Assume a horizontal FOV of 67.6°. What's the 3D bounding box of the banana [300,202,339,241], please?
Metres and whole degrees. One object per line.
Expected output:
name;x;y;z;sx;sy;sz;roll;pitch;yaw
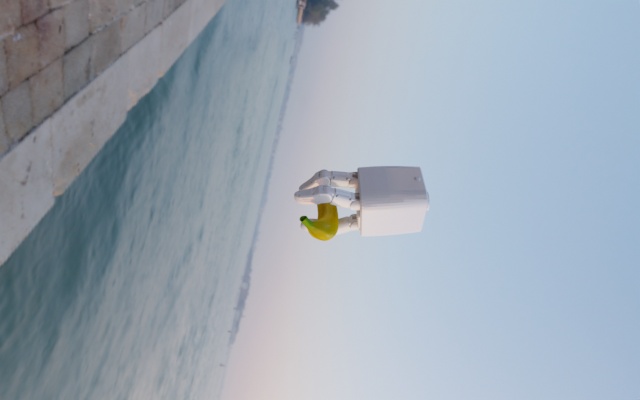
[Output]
banana;0.006;0.020;0.794;0.037;0.070;0.197;-19;15;12
